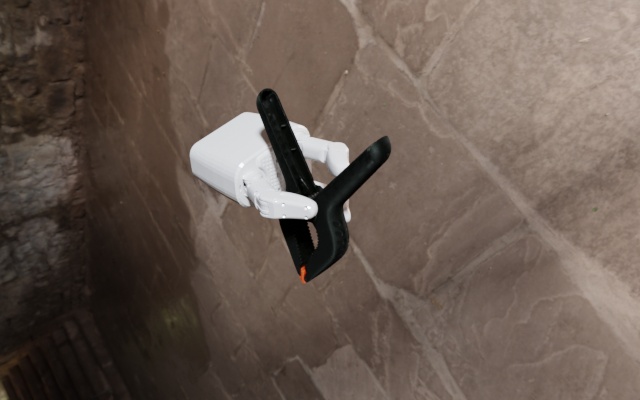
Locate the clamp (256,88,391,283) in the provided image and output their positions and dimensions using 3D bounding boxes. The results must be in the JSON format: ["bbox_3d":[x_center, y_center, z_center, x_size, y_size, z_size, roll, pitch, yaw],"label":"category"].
[{"bbox_3d":[-0.001,0.002,0.487,0.036,0.210,0.164,-26,35,-38],"label":"clamp"}]
